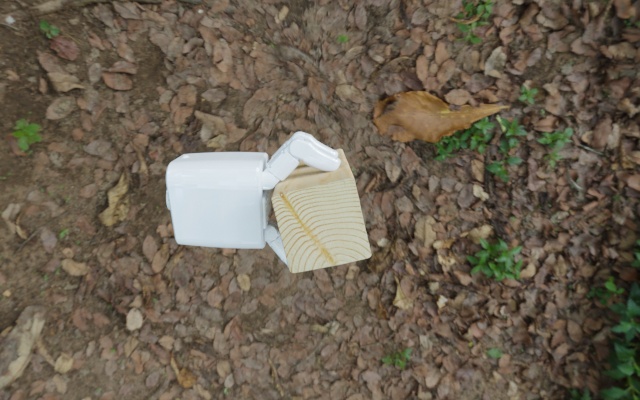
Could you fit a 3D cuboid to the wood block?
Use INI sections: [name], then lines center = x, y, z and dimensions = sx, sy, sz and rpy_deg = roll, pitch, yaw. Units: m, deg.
[wood block]
center = 0.000, 0.002, 0.591
dimensions = 0.090, 0.091, 0.206
rpy_deg = -12, 15, 2
